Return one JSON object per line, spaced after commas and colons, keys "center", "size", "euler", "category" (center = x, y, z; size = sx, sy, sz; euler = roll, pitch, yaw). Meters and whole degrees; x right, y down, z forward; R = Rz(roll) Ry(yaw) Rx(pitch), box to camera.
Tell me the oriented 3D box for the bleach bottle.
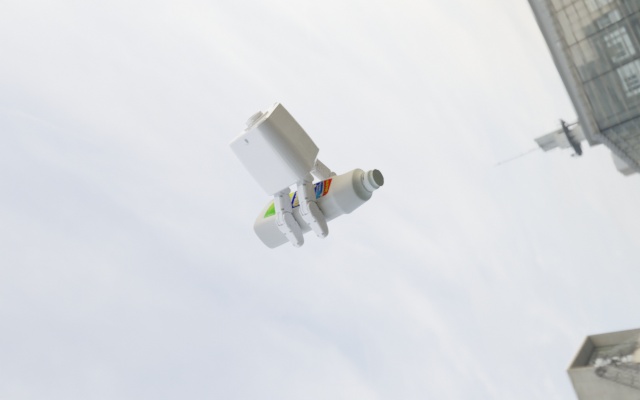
{"center": [0.000, 0.003, 0.784], "size": [0.251, 0.068, 0.102], "euler": [-25, 21, 39], "category": "bleach bottle"}
